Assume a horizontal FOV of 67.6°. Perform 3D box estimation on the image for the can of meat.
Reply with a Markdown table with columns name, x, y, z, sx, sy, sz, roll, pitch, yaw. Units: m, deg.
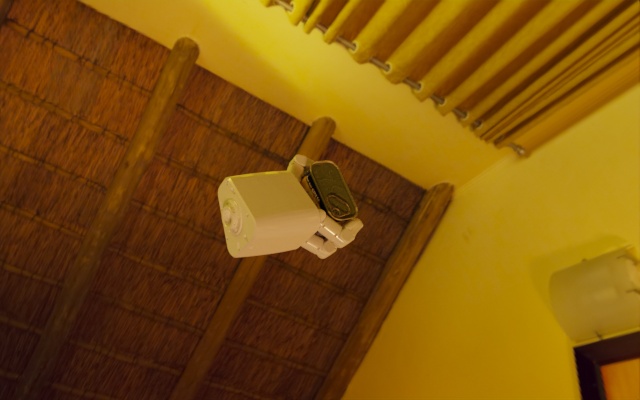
| name | x | y | z | sx | sy | sz | roll | pitch | yaw |
| --- | --- | --- | --- | --- | --- | --- | --- | --- | --- |
| can of meat | 0.000 | 0.002 | 0.744 | 0.057 | 0.102 | 0.084 | -9 | -23 | -39 |
